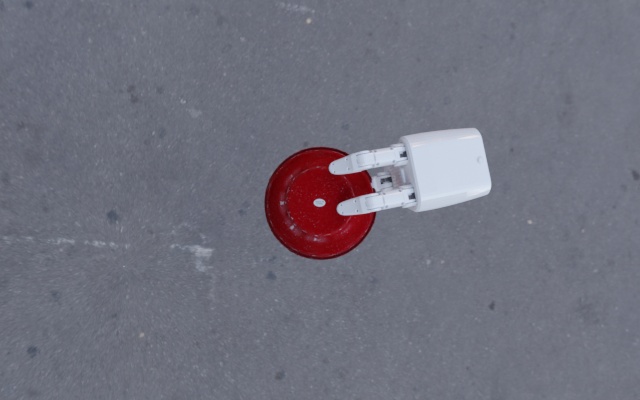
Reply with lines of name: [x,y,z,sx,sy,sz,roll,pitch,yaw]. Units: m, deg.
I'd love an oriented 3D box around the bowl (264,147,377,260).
bowl: [-0.001,0.003,0.654,0.162,0.162,0.055,0,-3,1]
